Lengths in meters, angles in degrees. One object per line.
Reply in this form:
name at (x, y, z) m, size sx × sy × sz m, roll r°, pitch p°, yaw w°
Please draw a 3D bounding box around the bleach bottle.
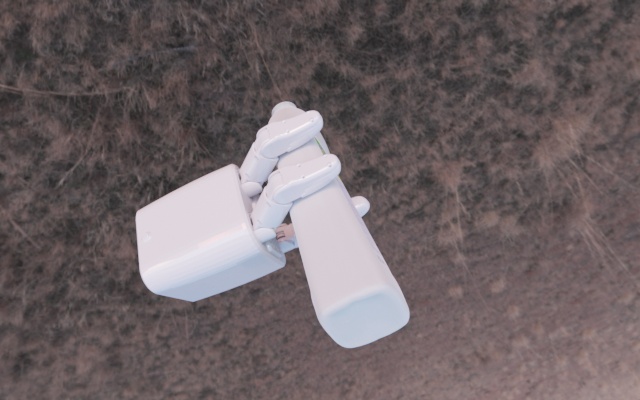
bleach bottle at (0.000, 0.001, 0.448) m, size 0.068 × 0.250 × 0.103 m, roll -25°, pitch -37°, yaw 4°
